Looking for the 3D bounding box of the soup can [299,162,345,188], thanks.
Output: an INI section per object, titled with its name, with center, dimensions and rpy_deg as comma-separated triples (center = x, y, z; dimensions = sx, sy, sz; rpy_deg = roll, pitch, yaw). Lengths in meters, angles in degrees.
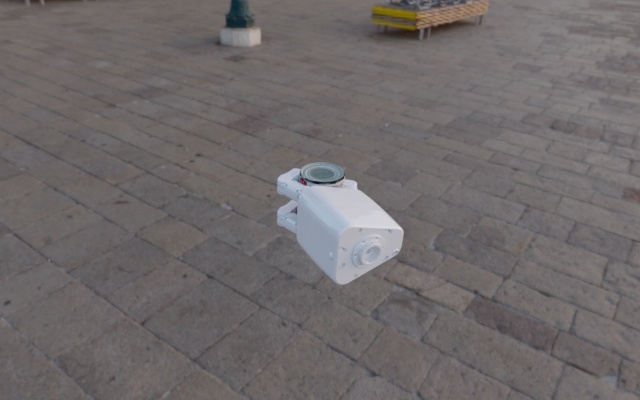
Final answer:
[soup can]
center = 0.000, 0.002, 0.717
dimensions = 0.068, 0.102, 0.068
rpy_deg = 2, 30, -1
